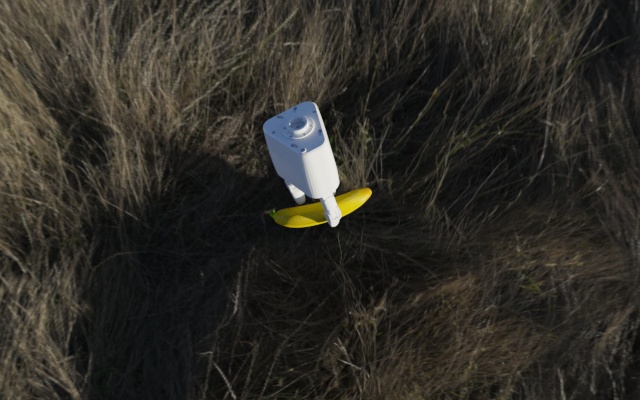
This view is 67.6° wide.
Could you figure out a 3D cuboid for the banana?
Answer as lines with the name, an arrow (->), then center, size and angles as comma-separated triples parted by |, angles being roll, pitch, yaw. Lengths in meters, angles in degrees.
banana -> -0.003, 0.015, 0.868 | 0.198, 0.037, 0.069 | -11, 36, 7
